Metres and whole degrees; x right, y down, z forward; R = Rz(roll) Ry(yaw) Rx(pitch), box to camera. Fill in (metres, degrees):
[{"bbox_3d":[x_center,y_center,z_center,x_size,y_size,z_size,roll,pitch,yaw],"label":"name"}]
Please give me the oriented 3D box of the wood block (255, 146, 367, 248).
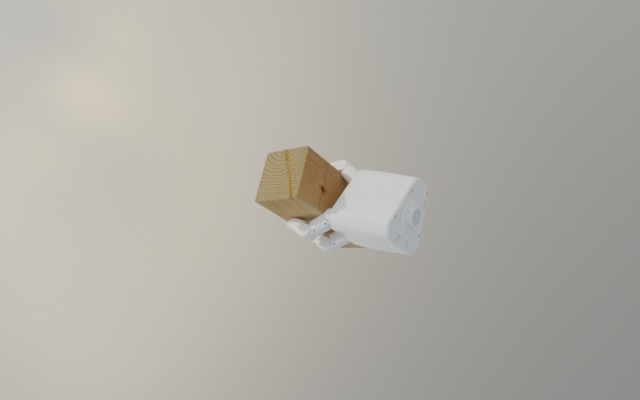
[{"bbox_3d":[0.000,0.002,0.802,0.090,0.090,0.206,-6,-29,38],"label":"wood block"}]
